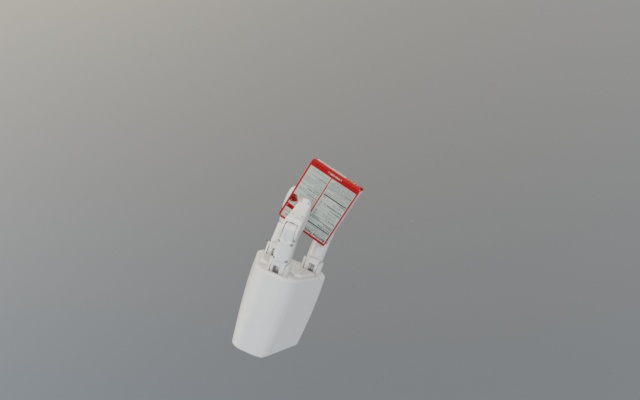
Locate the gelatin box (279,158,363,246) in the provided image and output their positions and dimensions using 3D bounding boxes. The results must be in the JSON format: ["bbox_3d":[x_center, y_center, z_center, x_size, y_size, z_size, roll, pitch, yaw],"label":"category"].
[{"bbox_3d":[0.000,0.002,0.611,0.073,0.089,0.030,34,12,8],"label":"gelatin box"}]
